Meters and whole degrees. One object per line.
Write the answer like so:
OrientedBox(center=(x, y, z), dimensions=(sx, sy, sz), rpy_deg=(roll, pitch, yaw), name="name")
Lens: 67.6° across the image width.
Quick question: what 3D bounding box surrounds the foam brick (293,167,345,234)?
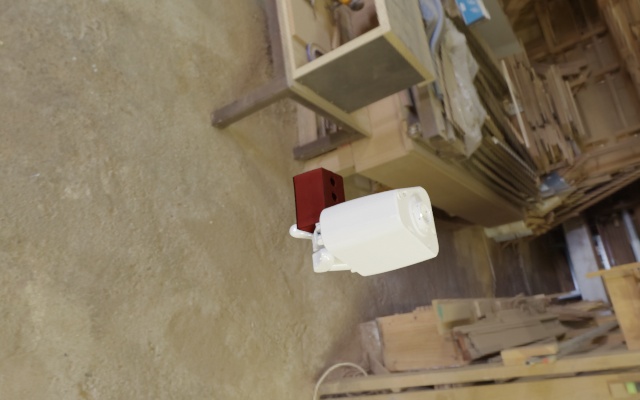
OrientedBox(center=(0.000, 0.002, 0.651), dimensions=(0.051, 0.078, 0.053), rpy_deg=(-20, -24, 33), name="foam brick")
